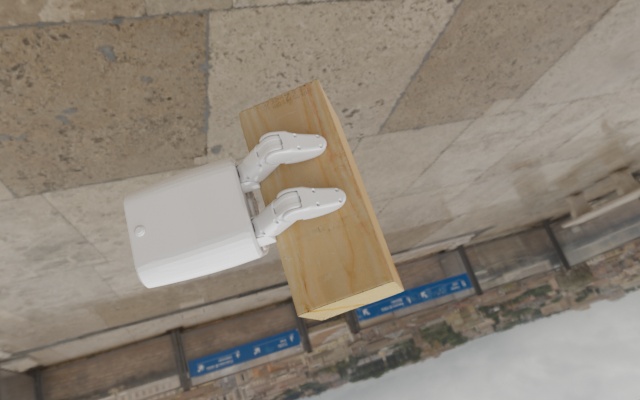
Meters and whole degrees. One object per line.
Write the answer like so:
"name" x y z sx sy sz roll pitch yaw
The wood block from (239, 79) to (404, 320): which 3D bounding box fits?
"wood block" 0.000 0.002 0.469 0.090 0.206 0.091 -22 -20 8
